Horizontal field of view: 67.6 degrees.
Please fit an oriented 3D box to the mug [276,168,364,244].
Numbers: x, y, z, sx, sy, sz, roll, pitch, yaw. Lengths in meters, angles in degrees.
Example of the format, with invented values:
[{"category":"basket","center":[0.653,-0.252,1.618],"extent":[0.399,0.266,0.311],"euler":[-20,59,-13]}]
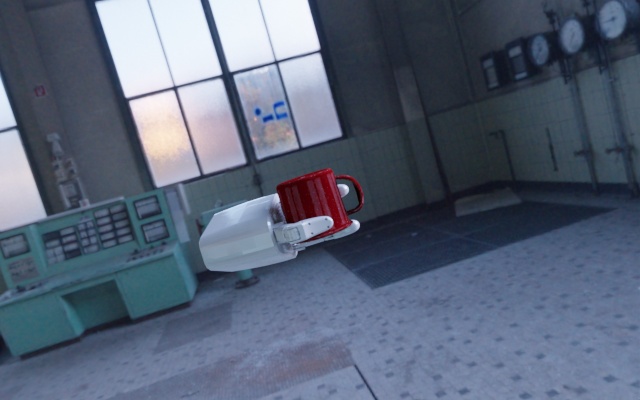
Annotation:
[{"category":"mug","center":[0.001,0.002,0.650],"extent":[0.117,0.081,0.093],"euler":[-17,6,9]}]
